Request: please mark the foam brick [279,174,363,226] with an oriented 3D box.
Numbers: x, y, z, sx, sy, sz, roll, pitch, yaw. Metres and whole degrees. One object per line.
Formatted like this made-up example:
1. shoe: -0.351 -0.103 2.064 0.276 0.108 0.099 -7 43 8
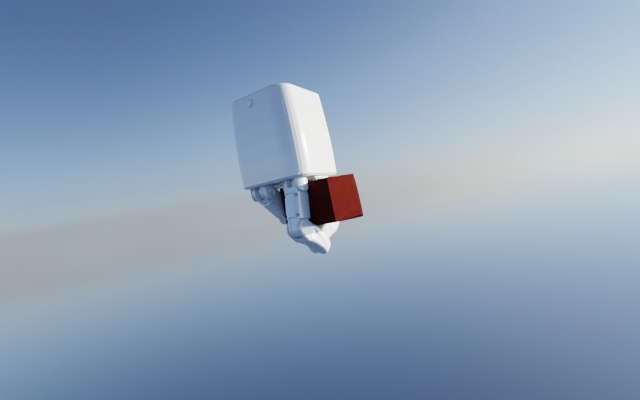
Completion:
1. foam brick: 0.000 0.002 0.556 0.078 0.051 0.053 -11 -1 40
